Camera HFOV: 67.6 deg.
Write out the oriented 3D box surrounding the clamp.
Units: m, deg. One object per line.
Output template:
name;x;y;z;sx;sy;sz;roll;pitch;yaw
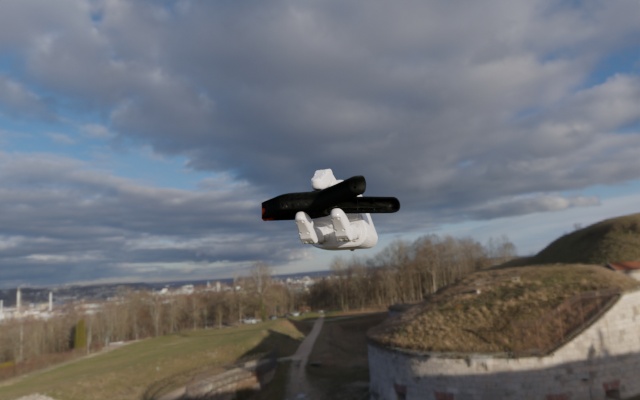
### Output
clamp;0.000;0.002;0.703;0.210;0.036;0.164;-6;-15;18
